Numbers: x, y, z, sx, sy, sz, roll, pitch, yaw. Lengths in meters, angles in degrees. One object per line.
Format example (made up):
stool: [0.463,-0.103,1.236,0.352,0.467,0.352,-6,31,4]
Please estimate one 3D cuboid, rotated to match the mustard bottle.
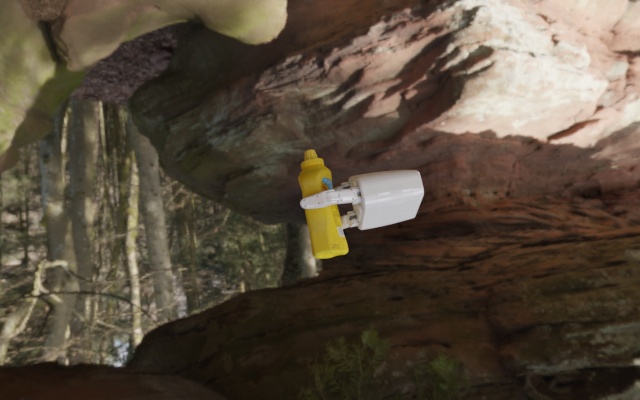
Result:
mustard bottle: [0.000,0.003,0.835,0.058,0.191,0.096,-15,-12,17]
